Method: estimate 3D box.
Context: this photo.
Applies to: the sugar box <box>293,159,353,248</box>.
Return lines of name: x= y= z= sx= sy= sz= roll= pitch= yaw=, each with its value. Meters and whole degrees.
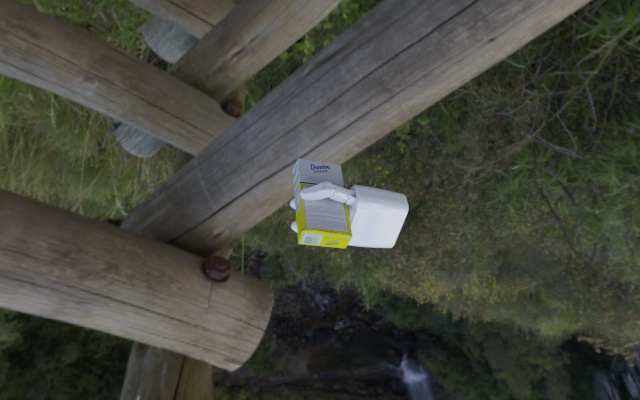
sugar box: x=0.000 y=0.003 z=0.897 sx=0.093 sy=0.176 sz=0.048 roll=8 pitch=-44 yaw=-17
